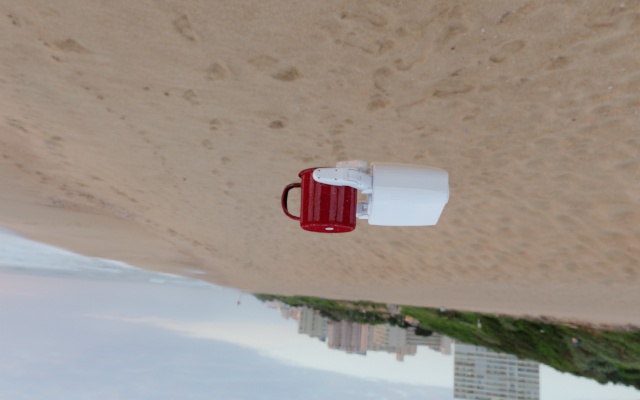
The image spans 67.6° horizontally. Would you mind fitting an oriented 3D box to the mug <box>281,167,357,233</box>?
[{"bbox_3d":[-0.001,0.002,0.696,0.117,0.081,0.093,1,-12,6],"label":"mug"}]
